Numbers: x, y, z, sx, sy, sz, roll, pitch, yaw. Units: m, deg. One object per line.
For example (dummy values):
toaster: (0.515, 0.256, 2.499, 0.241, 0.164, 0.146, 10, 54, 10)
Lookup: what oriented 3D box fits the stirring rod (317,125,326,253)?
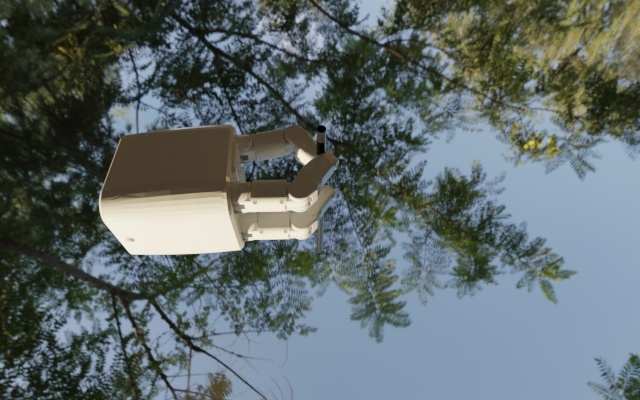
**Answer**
stirring rod: (0.000, 0.002, 0.497, 0.011, 0.011, 0.240, 0, -30, 0)
